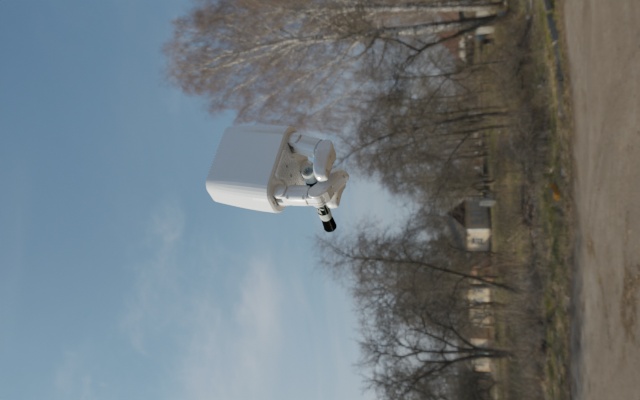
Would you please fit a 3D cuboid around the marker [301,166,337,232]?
[{"bbox_3d":[0.000,0.002,0.643,0.020,0.020,0.121,0,-41,20],"label":"marker"}]
